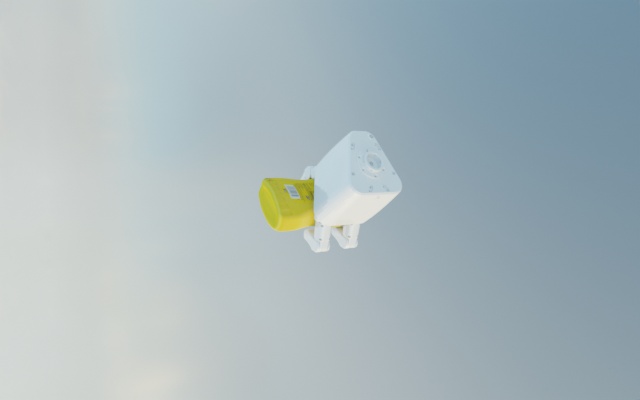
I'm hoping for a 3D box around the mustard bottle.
[{"bbox_3d":[0.000,0.003,0.793,0.191,0.058,0.096,-2,42,-30],"label":"mustard bottle"}]
